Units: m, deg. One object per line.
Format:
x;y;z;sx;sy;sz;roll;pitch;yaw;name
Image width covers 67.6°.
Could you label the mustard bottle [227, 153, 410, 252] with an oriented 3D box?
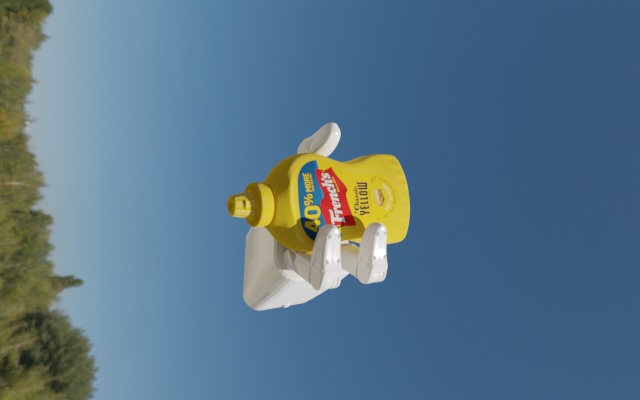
0.000;0.001;0.472;0.191;0.096;0.058;-2;-4;-33;mustard bottle
